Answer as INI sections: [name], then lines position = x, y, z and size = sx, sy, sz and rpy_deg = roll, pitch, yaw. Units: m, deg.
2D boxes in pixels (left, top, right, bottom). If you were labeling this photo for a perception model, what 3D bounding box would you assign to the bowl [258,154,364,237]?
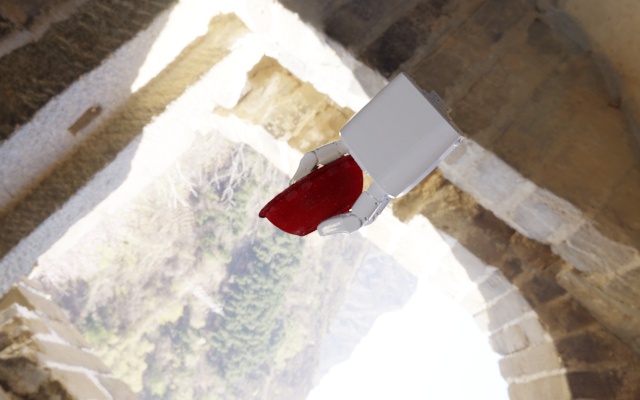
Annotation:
[bowl]
position = -0.001, 0.003, 0.636
size = 0.162, 0.055, 0.162
rpy_deg = -30, -7, -4
